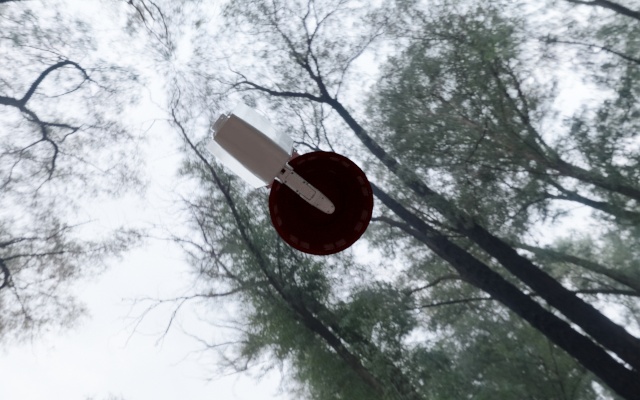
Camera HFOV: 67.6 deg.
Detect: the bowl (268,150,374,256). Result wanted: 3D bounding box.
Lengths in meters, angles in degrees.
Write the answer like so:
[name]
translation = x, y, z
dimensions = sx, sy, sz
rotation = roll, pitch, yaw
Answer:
[bowl]
translation = 0.001, 0.003, 0.753
dimensions = 0.162, 0.162, 0.055
rotation = 0, 6, -4
